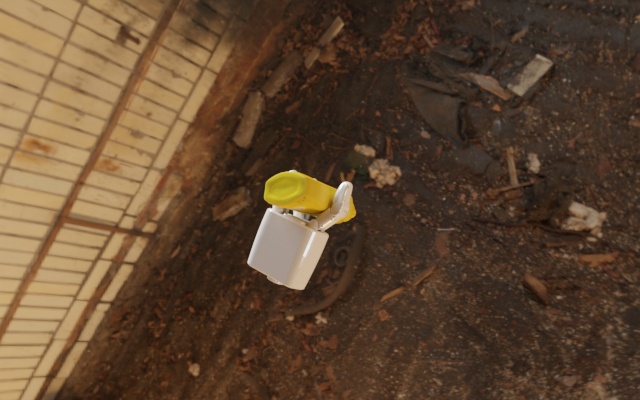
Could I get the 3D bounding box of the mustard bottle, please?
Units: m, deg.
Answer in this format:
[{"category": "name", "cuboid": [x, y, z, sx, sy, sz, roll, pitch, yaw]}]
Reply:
[{"category": "mustard bottle", "cuboid": [0.000, 0.002, 0.833, 0.096, 0.058, 0.192, -7, -18, 39]}]
